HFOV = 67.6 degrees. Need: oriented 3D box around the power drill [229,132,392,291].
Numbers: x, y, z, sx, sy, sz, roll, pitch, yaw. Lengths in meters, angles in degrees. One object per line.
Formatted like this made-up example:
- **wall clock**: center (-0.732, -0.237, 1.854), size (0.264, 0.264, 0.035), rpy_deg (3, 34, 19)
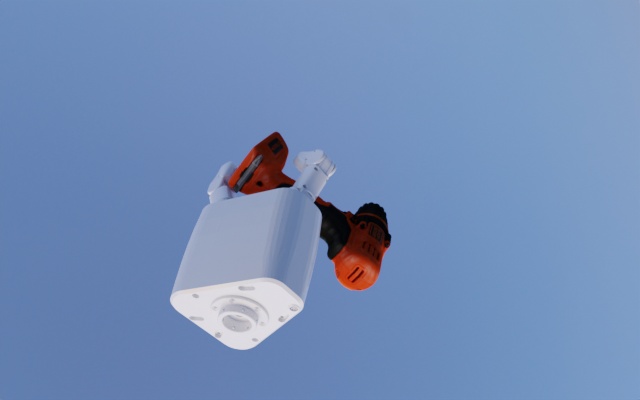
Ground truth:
- **power drill**: center (0.000, 0.002, 0.546), size (0.187, 0.057, 0.184), rpy_deg (37, 20, -3)
